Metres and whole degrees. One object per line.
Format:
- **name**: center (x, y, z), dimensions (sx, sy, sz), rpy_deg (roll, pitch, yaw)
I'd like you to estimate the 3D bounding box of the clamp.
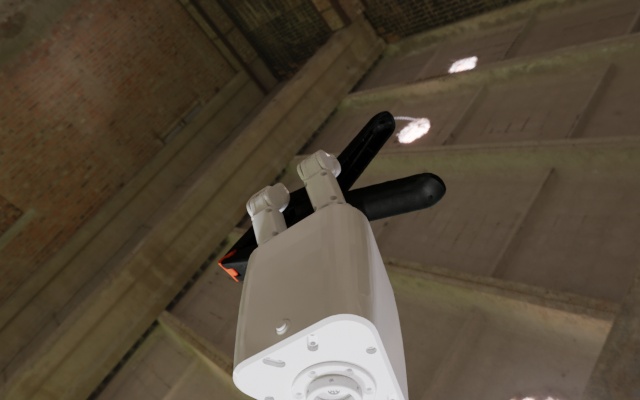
- **clamp**: center (0.000, 0.002, 0.426), dimensions (0.210, 0.036, 0.164), rpy_deg (-32, 25, 18)
